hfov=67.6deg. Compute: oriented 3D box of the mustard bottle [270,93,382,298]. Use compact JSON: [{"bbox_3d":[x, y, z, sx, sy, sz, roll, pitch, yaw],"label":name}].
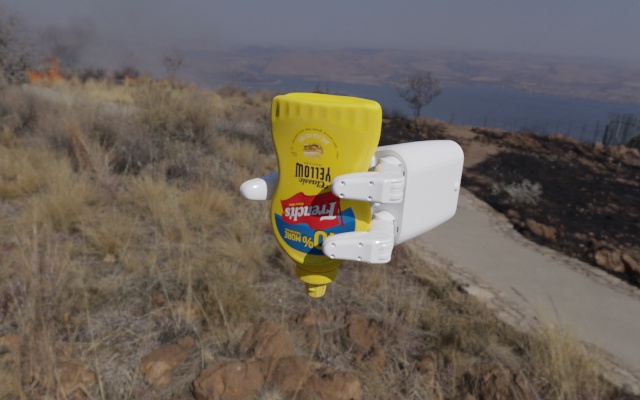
[{"bbox_3d":[0.000,0.001,0.443,0.096,0.192,0.058,10,20,18],"label":"mustard bottle"}]
